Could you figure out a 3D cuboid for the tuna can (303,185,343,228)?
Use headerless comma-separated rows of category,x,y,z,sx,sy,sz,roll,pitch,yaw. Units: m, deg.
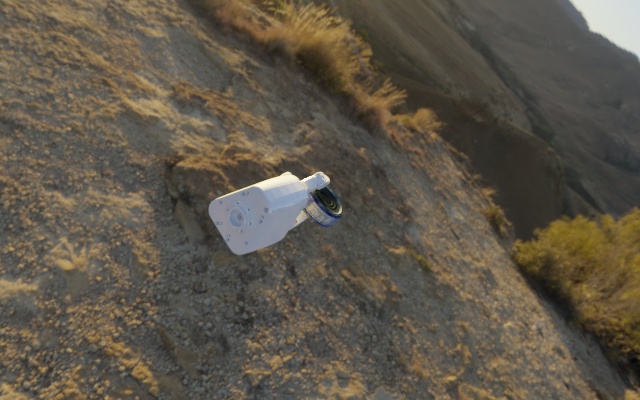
tuna can,0.001,0.002,0.834,0.034,0.086,0.086,-39,-19,24
